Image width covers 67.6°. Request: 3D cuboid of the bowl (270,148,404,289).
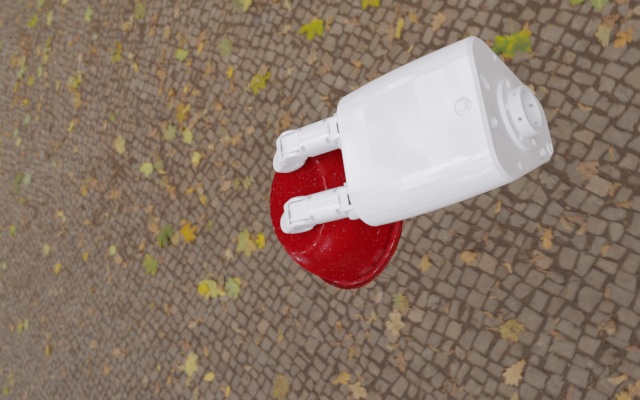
[{"bbox_3d":[-0.001,0.002,0.435,0.055,0.162,0.162,1,-1,-36],"label":"bowl"}]
